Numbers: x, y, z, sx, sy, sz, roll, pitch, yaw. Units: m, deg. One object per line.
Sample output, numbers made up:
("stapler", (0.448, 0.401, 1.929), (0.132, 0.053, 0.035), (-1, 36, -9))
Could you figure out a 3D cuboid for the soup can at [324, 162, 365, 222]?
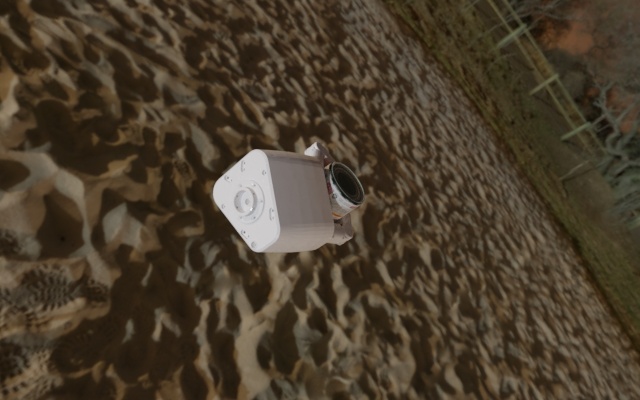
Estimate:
("soup can", (0.001, 0.002, 0.643), (0.102, 0.068, 0.068), (-36, -19, 28))
